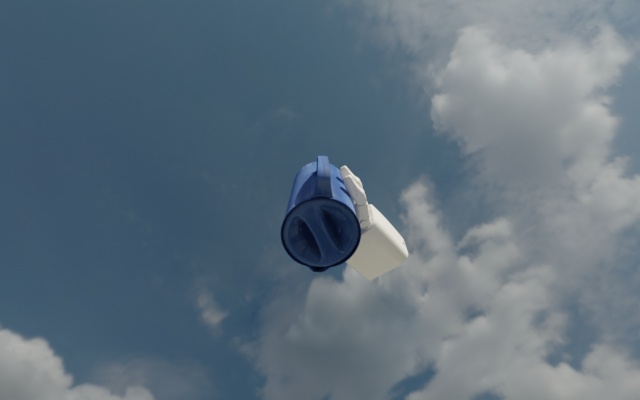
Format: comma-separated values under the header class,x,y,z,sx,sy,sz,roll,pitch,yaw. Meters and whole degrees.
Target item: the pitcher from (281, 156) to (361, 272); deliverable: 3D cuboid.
class,x,y,z,sx,sy,sz,roll,pitch,yaw
pitcher,0.000,0.003,0.888,0.149,0.145,0.242,-42,18,15
